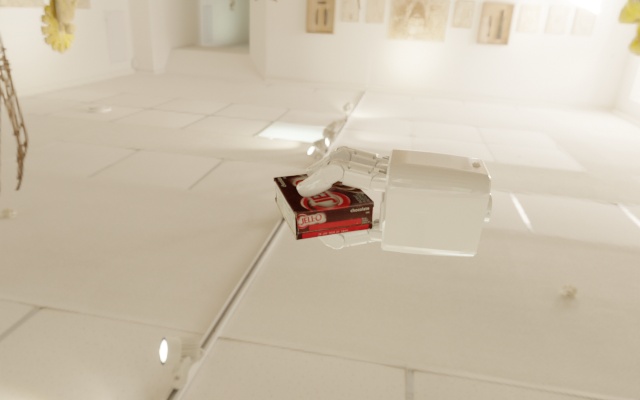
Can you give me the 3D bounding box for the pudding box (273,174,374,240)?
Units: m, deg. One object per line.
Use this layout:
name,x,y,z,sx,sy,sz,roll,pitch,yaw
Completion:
pudding box,0.000,0.002,0.558,0.090,0.039,0.113,-7,22,-16
